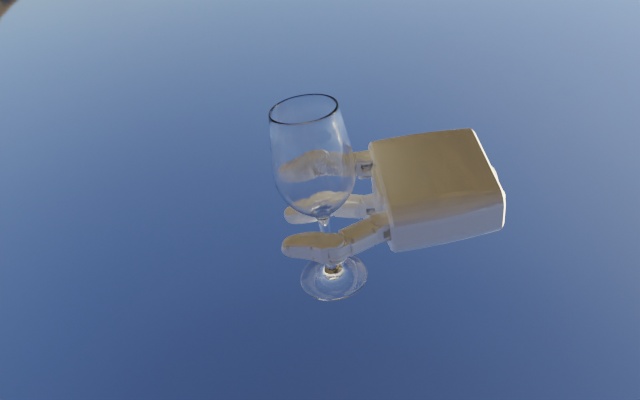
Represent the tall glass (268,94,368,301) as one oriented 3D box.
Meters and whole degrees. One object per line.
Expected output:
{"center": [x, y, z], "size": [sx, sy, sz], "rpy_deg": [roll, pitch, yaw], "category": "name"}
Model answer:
{"center": [0.000, 0.002, 0.466], "size": [0.079, 0.201, 0.079], "rpy_deg": [-7, 35, 5], "category": "tall glass"}
